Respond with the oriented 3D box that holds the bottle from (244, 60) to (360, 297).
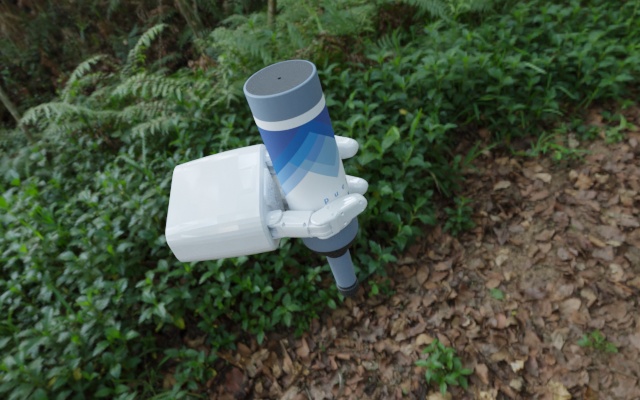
[{"bbox_3d":[0.000,0.001,0.509,0.069,0.296,0.069,-11,39,9],"label":"bottle"}]
